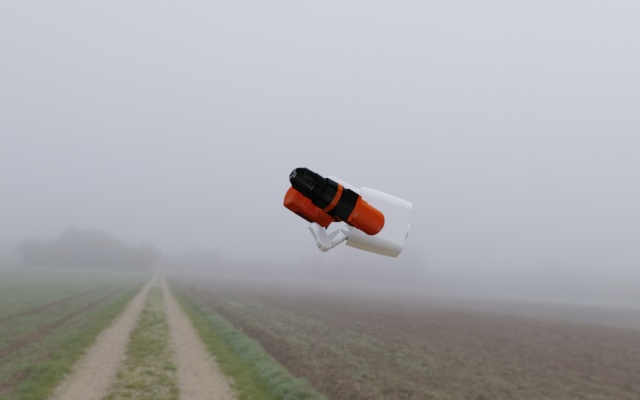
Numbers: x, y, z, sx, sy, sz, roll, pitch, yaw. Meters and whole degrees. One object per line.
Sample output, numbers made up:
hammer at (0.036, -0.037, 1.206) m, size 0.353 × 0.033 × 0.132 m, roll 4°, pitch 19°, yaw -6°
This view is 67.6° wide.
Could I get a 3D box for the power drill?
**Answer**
power drill at (0.000, 0.003, 0.845) m, size 0.184 × 0.057 × 0.187 m, roll 33°, pitch -12°, yaw -20°
